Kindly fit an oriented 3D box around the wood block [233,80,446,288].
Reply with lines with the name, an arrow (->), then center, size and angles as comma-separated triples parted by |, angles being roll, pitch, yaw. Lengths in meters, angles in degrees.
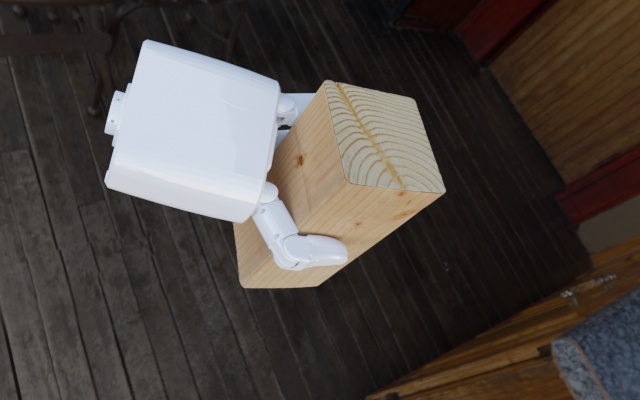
wood block -> 0.000, 0.002, 0.427 | 0.090, 0.090, 0.206 | 4, -30, -29
